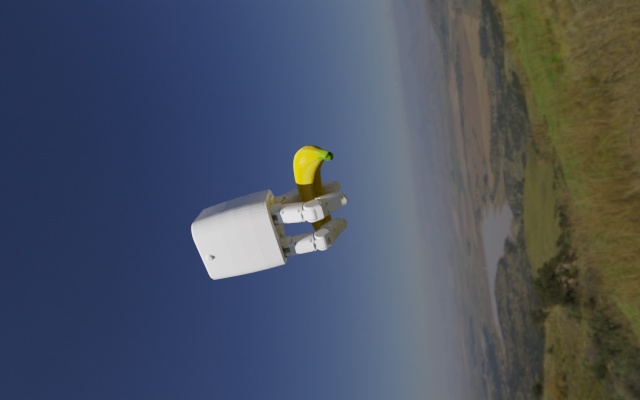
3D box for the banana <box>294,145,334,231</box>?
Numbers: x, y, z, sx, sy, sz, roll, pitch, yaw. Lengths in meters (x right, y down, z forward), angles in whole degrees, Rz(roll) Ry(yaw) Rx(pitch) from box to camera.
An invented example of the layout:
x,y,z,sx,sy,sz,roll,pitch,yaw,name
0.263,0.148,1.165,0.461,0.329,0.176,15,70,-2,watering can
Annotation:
x,y,z,sx,sy,sz,roll,pitch,yaw,name
-0.008,-0.013,0.665,0.037,0.069,0.198,-24,-35,-13,banana
